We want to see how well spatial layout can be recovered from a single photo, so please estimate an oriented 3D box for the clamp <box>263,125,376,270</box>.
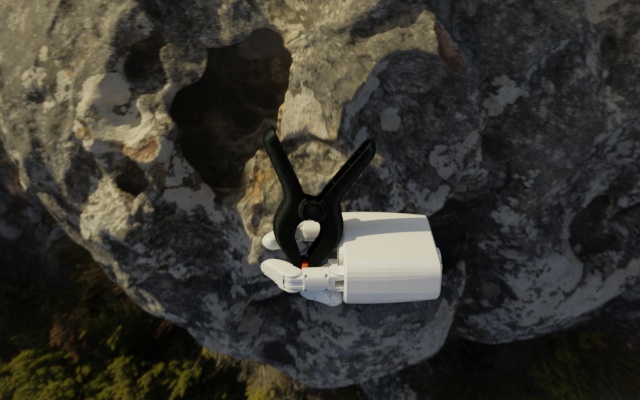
[{"bbox_3d":[0.000,0.002,0.526,0.120,0.171,0.039,0,20,-1],"label":"clamp"}]
